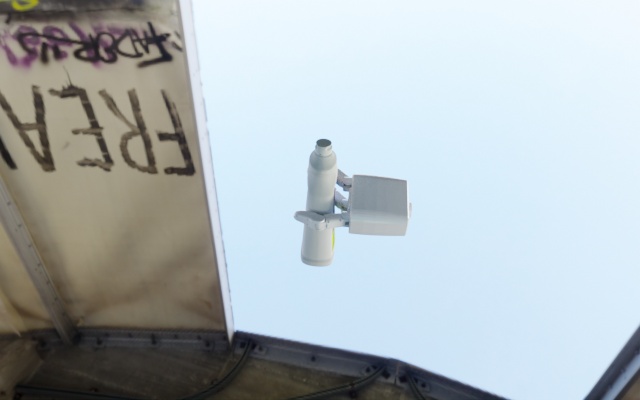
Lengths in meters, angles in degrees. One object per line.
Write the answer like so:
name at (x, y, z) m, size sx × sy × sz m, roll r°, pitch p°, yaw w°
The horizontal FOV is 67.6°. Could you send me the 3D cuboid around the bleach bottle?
bleach bottle at (0.000, 0.003, 0.897) m, size 0.068 × 0.251 × 0.102 m, roll 5°, pitch 39°, yaw 2°
